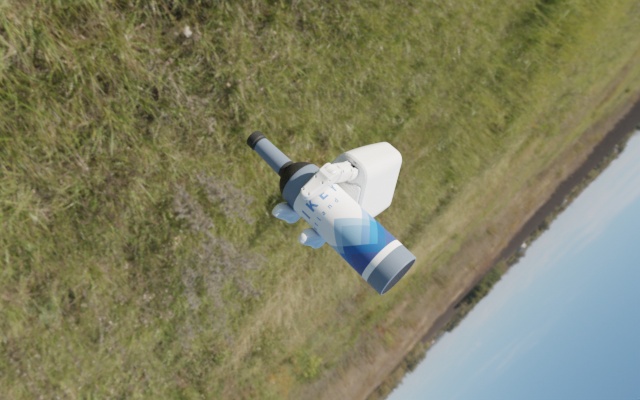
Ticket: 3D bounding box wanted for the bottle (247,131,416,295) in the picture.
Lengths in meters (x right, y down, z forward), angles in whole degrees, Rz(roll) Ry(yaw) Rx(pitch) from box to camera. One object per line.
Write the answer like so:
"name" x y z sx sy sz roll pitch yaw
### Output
"bottle" 0.000 0.002 0.661 0.295 0.069 0.069 44 18 20
